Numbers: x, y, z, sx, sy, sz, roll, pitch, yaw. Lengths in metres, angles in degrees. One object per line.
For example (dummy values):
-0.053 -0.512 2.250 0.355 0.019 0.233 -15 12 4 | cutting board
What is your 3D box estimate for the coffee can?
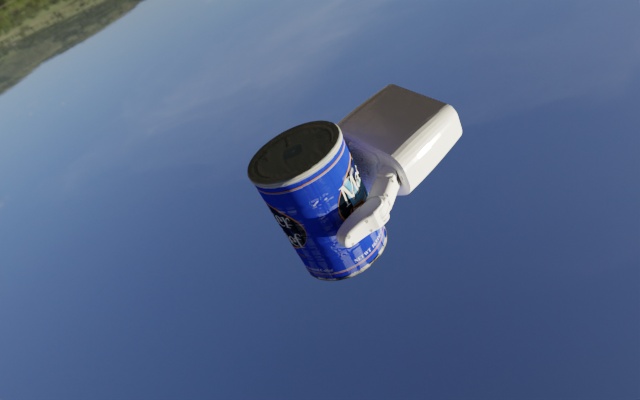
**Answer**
0.000 0.002 0.510 0.103 0.140 0.102 -19 34 14 | coffee can
